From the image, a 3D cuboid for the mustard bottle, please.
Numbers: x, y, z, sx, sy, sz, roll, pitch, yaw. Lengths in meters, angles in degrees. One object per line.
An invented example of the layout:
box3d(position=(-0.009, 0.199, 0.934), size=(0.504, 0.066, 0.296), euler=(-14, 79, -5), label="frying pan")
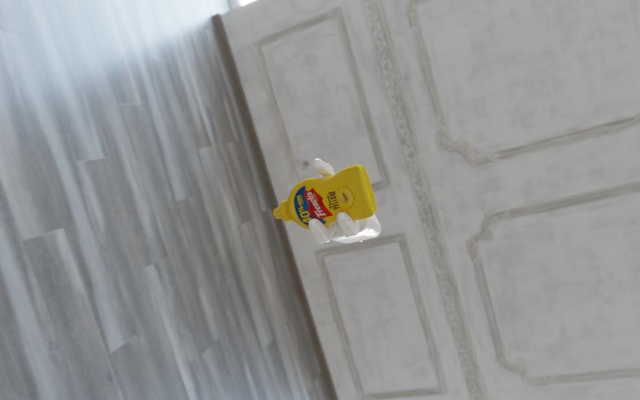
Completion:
box3d(position=(0.000, 0.003, 0.881), size=(0.191, 0.096, 0.058), euler=(-15, 9, 20), label="mustard bottle")
